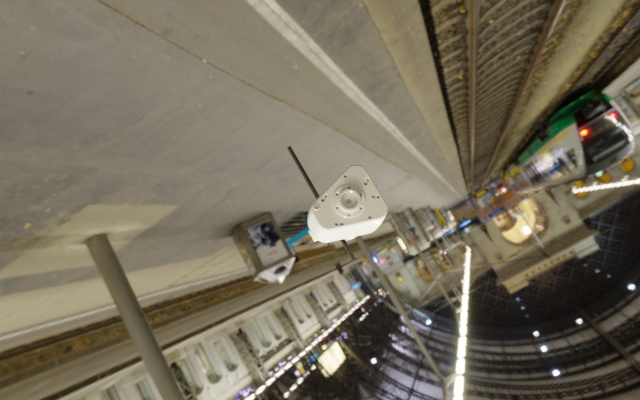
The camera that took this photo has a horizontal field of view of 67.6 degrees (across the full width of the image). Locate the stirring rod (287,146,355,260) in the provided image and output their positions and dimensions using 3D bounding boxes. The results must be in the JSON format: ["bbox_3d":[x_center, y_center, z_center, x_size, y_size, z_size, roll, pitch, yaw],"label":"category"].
[{"bbox_3d":[0.000,0.003,0.874,0.011,0.239,0.011,-29,-9,-5],"label":"stirring rod"}]
